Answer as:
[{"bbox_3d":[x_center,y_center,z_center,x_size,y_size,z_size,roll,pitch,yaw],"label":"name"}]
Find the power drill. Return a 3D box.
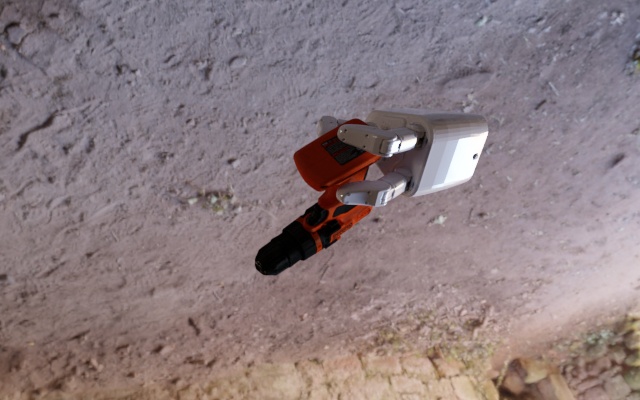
[{"bbox_3d":[0.000,0.002,0.569,0.184,0.057,0.188,-35,-21,-26],"label":"power drill"}]
